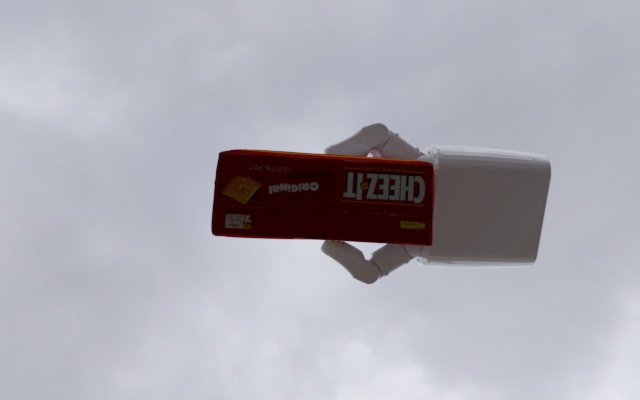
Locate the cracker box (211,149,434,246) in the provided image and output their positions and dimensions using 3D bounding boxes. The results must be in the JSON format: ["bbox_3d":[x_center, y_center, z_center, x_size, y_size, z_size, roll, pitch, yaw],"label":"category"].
[{"bbox_3d":[0.000,0.002,0.453,0.164,0.072,0.214,3,-3,-2],"label":"cracker box"}]
